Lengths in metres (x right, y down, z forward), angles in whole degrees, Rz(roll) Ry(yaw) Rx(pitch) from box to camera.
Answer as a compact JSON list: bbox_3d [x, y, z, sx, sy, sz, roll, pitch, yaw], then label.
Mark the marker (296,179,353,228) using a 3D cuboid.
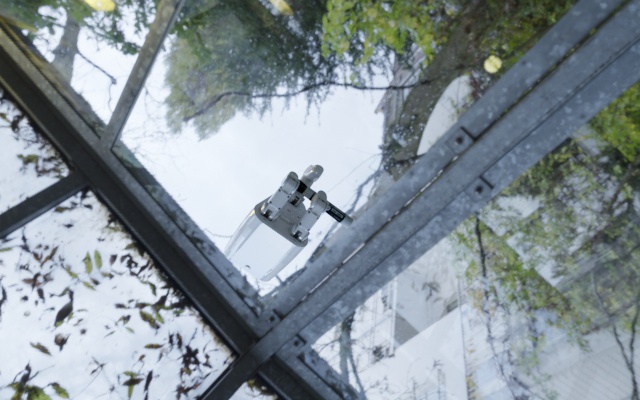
[{"bbox_3d":[0.000,0.002,0.764,0.121,0.020,0.020,37,-7,-10],"label":"marker"}]
